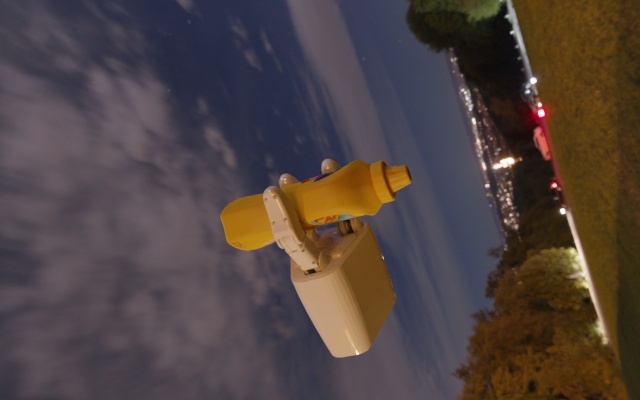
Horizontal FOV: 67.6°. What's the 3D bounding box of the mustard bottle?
[{"bbox_3d":[0.000,0.001,0.494,0.191,0.058,0.096,-17,-5,20],"label":"mustard bottle"}]
